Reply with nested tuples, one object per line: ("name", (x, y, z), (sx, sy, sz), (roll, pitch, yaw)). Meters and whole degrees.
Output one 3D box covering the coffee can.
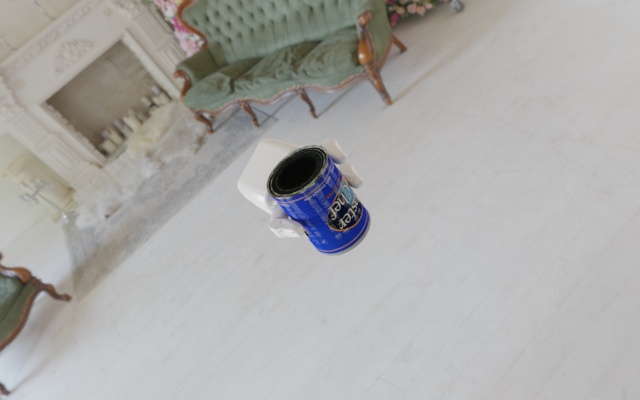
("coffee can", (0.000, 0.003, 0.716), (0.103, 0.102, 0.140), (0, -40, 40))
